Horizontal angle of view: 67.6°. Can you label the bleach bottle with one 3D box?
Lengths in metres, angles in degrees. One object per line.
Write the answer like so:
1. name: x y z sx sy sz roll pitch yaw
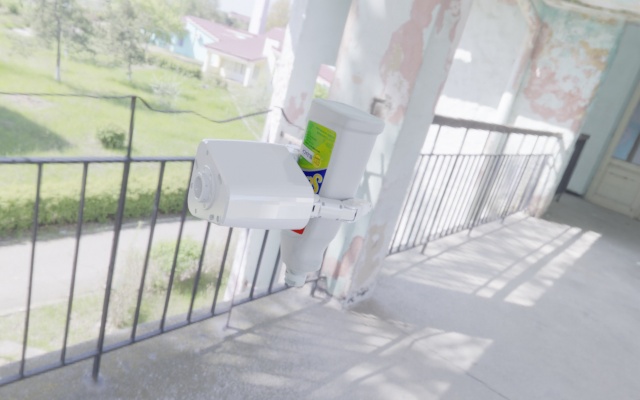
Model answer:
1. bleach bottle: 0.000 0.002 0.621 0.068 0.251 0.102 2 23 -36
